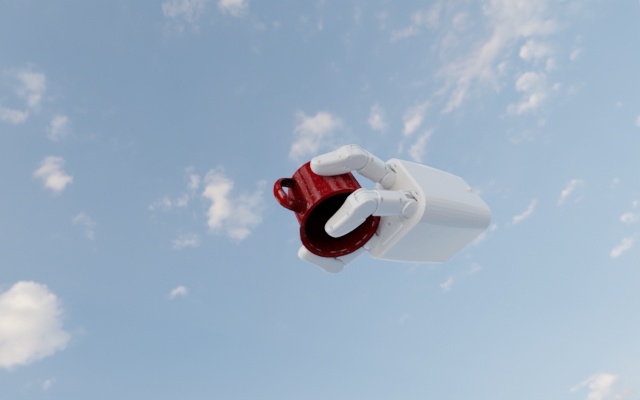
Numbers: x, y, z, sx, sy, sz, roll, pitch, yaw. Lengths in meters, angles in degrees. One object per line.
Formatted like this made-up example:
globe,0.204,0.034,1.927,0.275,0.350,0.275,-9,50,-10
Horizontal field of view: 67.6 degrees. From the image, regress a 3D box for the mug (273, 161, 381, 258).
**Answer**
mug,-0.001,0.001,0.538,0.117,0.093,0.081,12,29,-28
